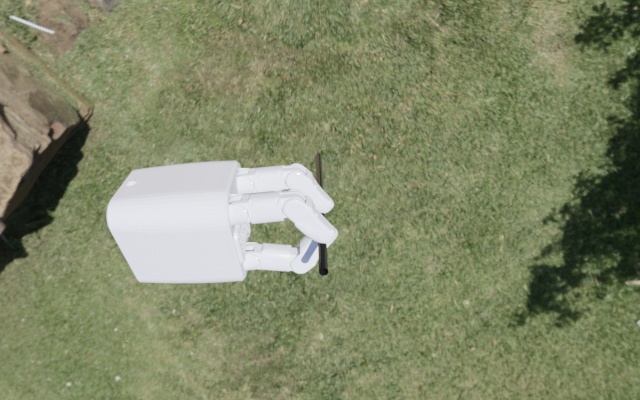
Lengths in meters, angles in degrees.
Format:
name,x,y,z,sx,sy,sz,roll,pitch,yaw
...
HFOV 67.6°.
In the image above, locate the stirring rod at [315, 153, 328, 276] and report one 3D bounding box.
name,x,y,z,sx,sy,sz,roll,pitch,yaw
stirring rod,0.000,0.002,0.506,0.011,0.011,0.239,0,29,-1
